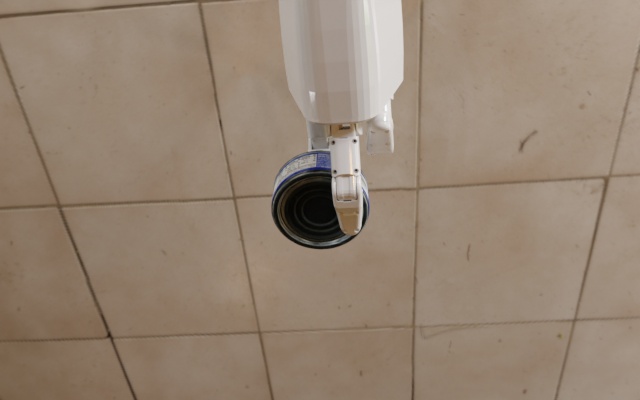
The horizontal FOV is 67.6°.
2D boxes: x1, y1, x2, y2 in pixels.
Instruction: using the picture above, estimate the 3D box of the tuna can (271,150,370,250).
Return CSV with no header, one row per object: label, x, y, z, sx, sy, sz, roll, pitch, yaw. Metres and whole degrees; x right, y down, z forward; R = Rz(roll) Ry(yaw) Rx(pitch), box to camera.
tuna can,0.000,0.002,0.418,0.086,0.086,0.033,0,35,1
